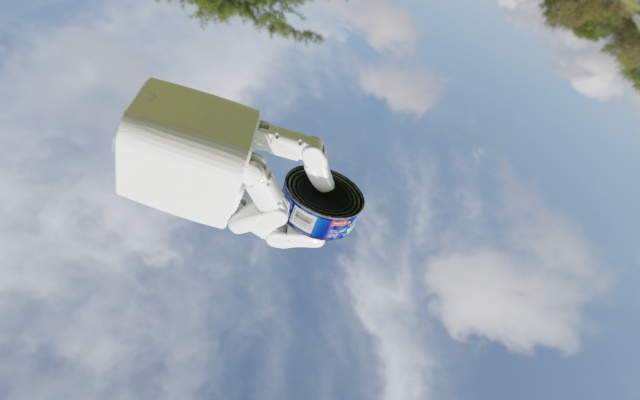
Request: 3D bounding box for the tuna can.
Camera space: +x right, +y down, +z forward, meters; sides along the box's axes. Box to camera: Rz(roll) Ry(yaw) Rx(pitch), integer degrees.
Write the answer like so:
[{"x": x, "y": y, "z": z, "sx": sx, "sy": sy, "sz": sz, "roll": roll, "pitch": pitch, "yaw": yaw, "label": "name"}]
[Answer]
[{"x": 0.000, "y": 0.002, "z": 0.496, "sx": 0.086, "sy": 0.034, "sz": 0.086, "roll": 15, "pitch": 35, "yaw": -11, "label": "tuna can"}]
